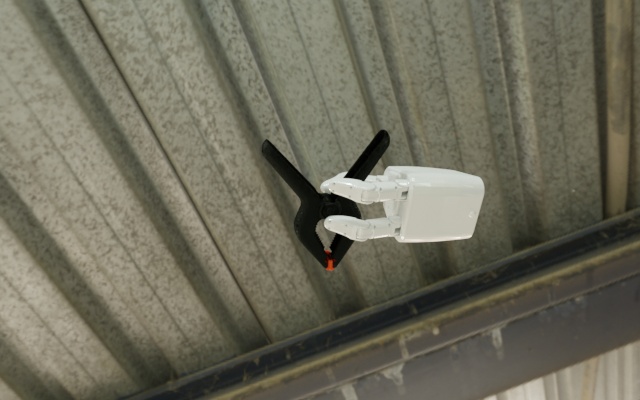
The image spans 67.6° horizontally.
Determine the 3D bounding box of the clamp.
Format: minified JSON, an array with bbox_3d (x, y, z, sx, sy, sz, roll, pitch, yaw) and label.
[{"bbox_3d":[0.000,0.002,0.647,0.164,0.210,0.036,1,28,-10],"label":"clamp"}]
